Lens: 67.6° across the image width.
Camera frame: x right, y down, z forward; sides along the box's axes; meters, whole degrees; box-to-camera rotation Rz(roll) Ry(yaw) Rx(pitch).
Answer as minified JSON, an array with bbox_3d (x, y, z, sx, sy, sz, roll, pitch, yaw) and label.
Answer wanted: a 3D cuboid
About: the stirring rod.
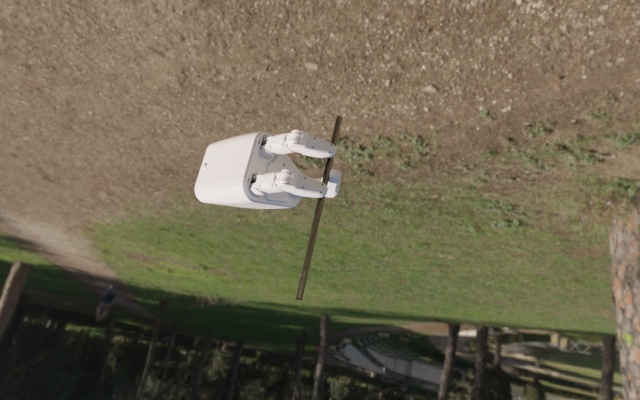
[{"bbox_3d":[0.000,0.002,0.584,0.011,0.239,0.011,11,-20,4],"label":"stirring rod"}]
